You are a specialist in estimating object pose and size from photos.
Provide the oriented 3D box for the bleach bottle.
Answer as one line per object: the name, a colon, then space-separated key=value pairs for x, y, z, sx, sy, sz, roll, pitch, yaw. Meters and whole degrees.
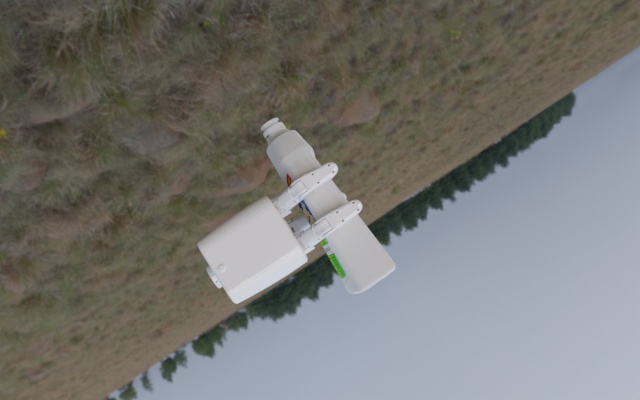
bleach bottle: x=0.000 y=0.002 z=0.638 sx=0.068 sy=0.251 sz=0.102 roll=-33 pitch=-6 yaw=-10
